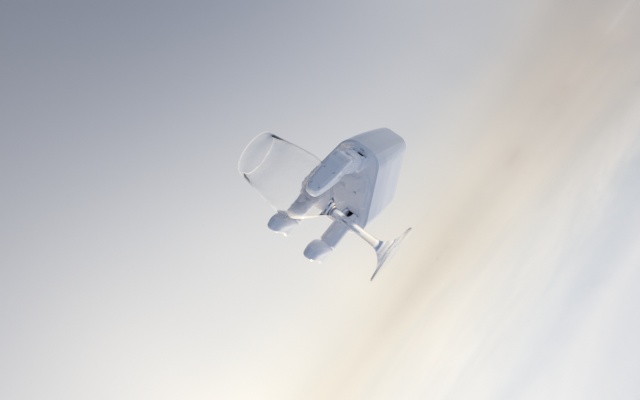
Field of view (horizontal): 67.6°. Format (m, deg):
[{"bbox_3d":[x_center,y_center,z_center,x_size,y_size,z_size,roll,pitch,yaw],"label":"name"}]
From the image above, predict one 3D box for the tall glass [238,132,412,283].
[{"bbox_3d":[0.001,0.002,0.540,0.201,0.079,0.079,37,11,15],"label":"tall glass"}]
